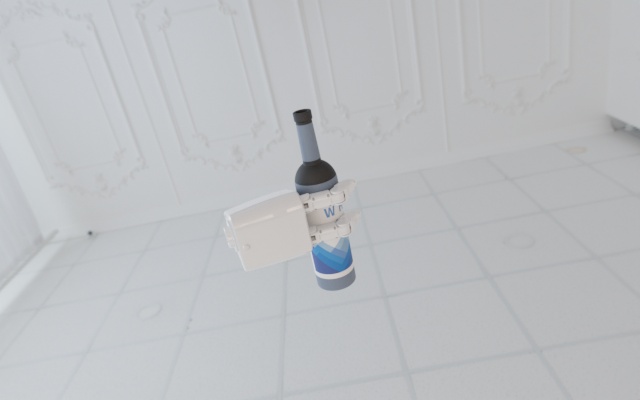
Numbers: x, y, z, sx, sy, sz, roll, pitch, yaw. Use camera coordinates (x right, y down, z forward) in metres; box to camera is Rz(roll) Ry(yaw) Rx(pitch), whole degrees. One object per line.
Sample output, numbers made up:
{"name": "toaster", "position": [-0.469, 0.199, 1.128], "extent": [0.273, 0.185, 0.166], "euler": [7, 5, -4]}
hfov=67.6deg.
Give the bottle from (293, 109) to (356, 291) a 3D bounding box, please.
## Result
{"name": "bottle", "position": [0.000, 0.003, 0.750], "extent": [0.069, 0.296, 0.069], "euler": [-10, 24, 4]}
